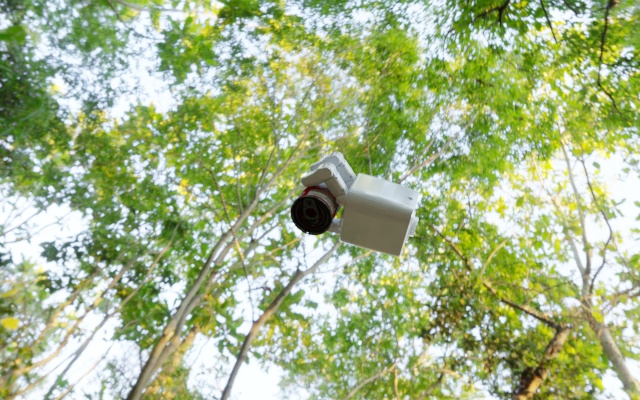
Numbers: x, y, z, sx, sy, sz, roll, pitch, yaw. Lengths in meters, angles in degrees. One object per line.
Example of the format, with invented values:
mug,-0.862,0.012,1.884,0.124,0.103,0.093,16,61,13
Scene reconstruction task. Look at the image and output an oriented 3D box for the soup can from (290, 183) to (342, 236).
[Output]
soup can,0.000,0.002,0.774,0.068,0.068,0.102,0,25,19
